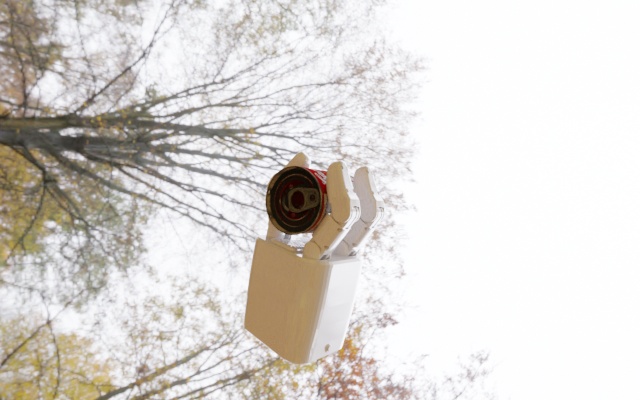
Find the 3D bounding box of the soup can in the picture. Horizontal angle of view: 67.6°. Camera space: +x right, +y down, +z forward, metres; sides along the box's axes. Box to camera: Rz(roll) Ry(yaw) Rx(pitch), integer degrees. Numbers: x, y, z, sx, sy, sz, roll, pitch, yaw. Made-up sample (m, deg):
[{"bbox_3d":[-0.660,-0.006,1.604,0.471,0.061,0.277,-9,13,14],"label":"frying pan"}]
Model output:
[{"bbox_3d":[0.000,0.001,0.507,0.068,0.068,0.102,0,-2,33],"label":"soup can"}]
